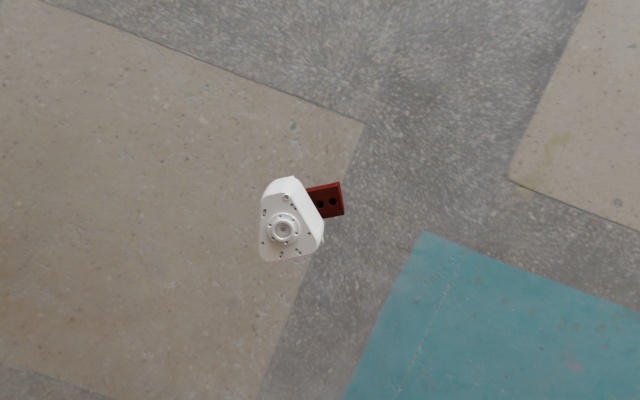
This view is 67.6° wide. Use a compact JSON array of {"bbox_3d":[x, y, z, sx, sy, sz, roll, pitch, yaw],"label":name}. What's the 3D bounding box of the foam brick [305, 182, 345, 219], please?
[{"bbox_3d":[0.000,0.003,0.827,0.078,0.053,0.051,-12,10,5],"label":"foam brick"}]
